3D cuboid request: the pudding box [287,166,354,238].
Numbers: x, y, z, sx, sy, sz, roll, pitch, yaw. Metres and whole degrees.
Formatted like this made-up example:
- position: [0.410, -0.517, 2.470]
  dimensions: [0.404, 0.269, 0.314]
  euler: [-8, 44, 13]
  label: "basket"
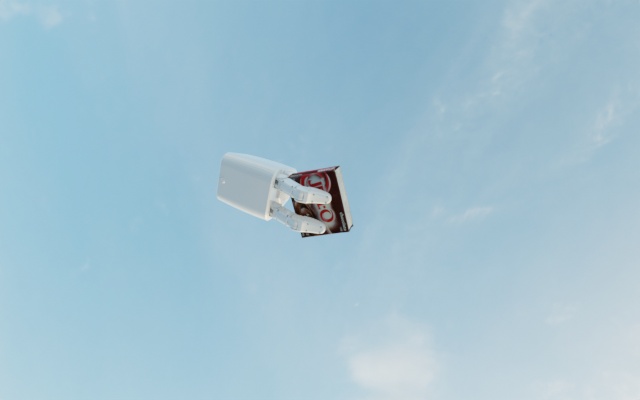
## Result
- position: [0.000, 0.003, 0.819]
  dimensions: [0.090, 0.113, 0.039]
  euler: [-9, 16, 23]
  label: "pudding box"
